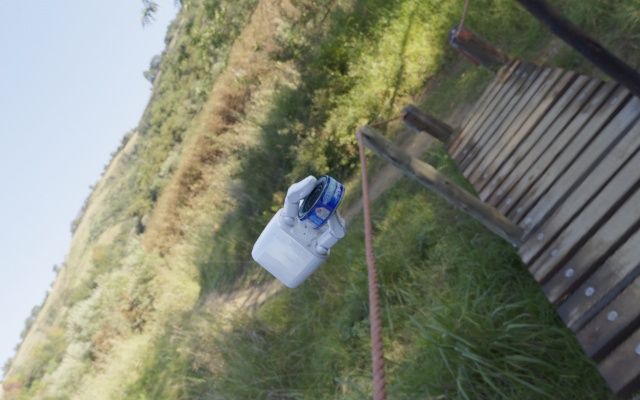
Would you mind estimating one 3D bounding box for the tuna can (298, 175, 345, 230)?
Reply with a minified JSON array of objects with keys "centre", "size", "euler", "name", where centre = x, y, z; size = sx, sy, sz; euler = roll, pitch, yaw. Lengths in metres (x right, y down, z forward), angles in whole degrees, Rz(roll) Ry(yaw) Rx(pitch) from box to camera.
[{"centre":[0.000,0.002,0.760],"size":[0.034,0.086,0.086],"euler":[33,-10,-15],"name":"tuna can"}]
